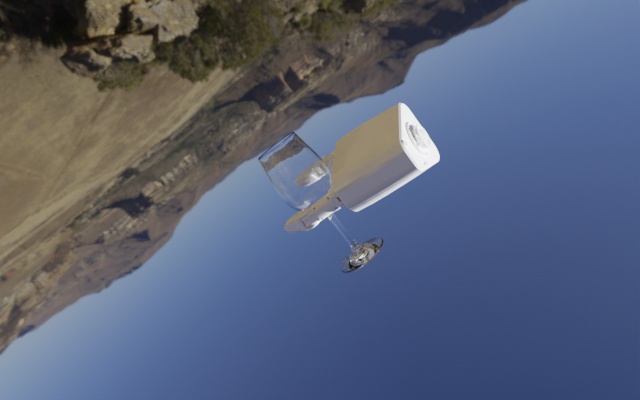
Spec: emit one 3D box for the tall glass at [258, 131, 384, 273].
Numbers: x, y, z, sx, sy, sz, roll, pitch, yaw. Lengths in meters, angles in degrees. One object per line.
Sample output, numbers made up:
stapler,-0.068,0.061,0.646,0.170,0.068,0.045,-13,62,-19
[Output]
tall glass,0.000,0.003,0.662,0.079,0.201,0.079,-37,12,9
